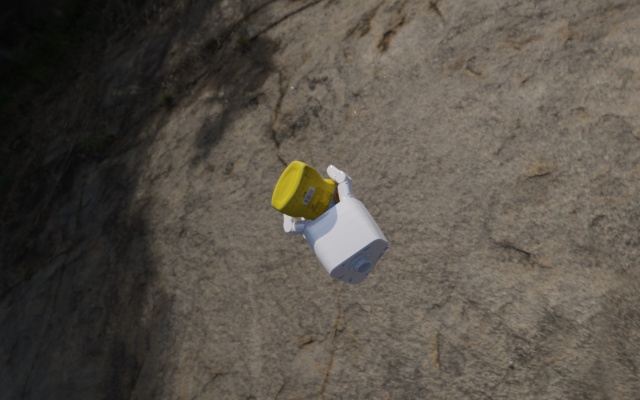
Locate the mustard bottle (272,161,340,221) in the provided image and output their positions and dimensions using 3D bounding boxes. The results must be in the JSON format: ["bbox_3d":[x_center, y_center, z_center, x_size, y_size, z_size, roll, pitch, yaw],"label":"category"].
[{"bbox_3d":[0.000,0.003,0.899,0.058,0.096,0.192,25,-2,44],"label":"mustard bottle"}]
